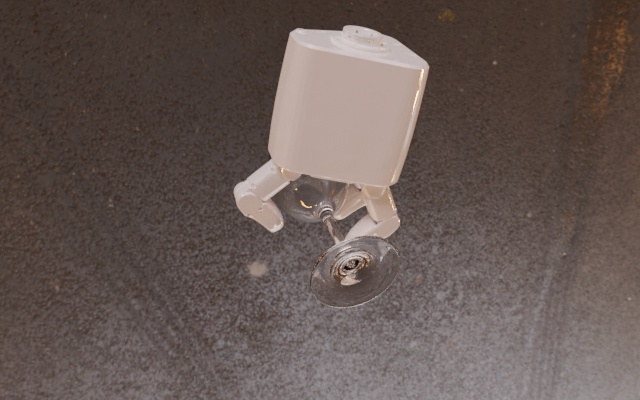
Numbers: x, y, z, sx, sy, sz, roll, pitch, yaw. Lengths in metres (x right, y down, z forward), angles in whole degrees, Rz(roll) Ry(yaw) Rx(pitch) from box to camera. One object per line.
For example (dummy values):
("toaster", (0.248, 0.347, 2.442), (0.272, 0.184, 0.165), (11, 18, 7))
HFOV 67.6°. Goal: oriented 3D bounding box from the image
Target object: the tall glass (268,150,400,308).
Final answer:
("tall glass", (0.000, 0.002, 0.449), (0.079, 0.079, 0.201), (0, 34, -20))
